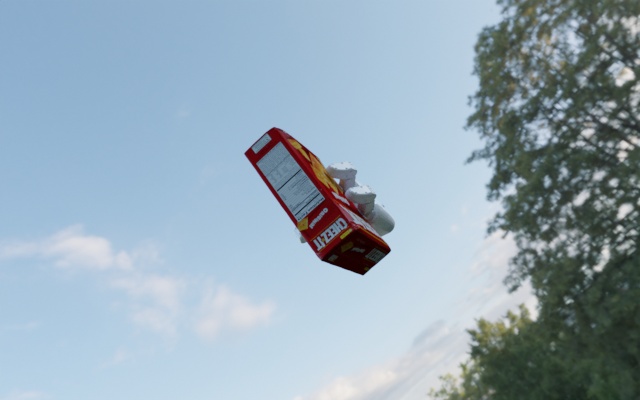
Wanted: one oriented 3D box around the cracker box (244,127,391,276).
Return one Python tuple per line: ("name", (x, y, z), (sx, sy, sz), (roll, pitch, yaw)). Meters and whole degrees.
("cracker box", (0.000, 0.002, 0.721), (0.072, 0.213, 0.164), (-43, -28, 9))
